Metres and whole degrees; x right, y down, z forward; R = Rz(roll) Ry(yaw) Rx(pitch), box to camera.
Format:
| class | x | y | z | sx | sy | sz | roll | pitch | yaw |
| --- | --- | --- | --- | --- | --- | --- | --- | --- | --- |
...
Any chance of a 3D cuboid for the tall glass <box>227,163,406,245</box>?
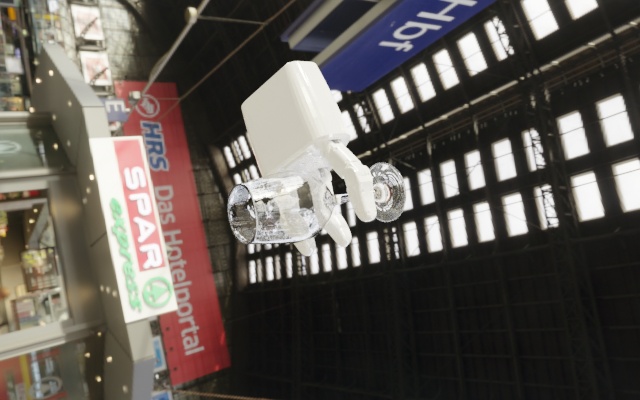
| class | x | y | z | sx | sy | sz | roll | pitch | yaw |
| --- | --- | --- | --- | --- | --- | --- | --- | --- | --- |
| tall glass | 0.001 | 0.002 | 0.534 | 0.201 | 0.079 | 0.079 | -9 | 5 | -37 |
